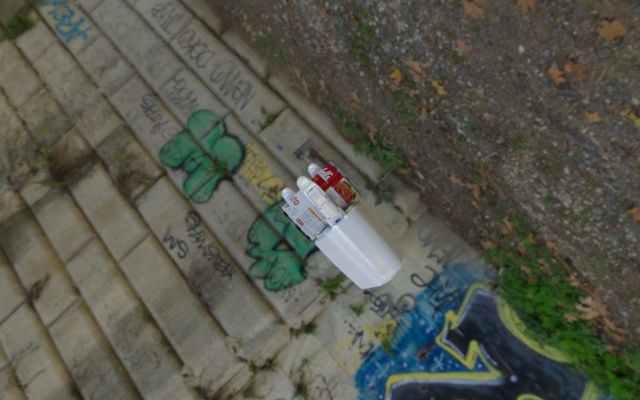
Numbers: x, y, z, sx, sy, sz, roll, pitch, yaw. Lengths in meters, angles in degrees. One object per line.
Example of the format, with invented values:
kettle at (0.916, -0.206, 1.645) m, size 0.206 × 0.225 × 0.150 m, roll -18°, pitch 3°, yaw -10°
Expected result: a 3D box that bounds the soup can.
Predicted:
soup can at (0.000, 0.002, 0.701) m, size 0.102 × 0.068 × 0.068 m, roll -43°, pitch 1°, yaw -1°
